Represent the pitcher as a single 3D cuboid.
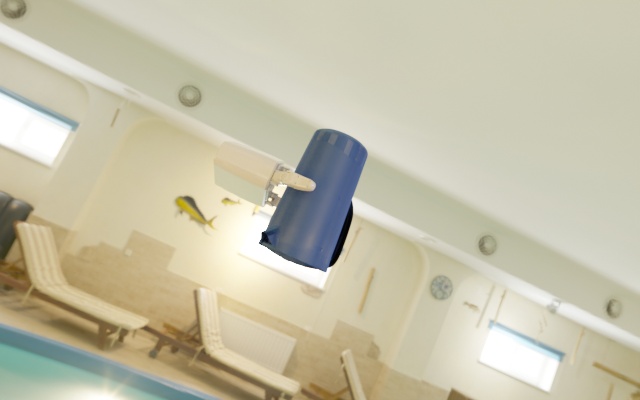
[{"bbox_3d":[0.000,0.003,0.868,0.145,0.243,0.149,23,-9,3],"label":"pitcher"}]
